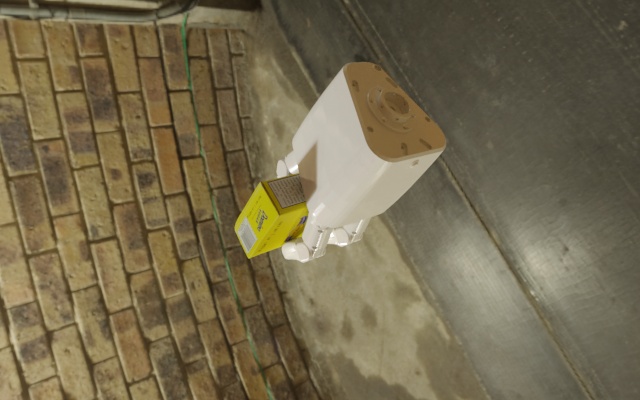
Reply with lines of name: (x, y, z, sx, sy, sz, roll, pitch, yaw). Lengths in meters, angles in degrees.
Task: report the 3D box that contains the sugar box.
sugar box: (0.000, 0.002, 0.525, 0.176, 0.048, 0.093, -15, -23, -36)
